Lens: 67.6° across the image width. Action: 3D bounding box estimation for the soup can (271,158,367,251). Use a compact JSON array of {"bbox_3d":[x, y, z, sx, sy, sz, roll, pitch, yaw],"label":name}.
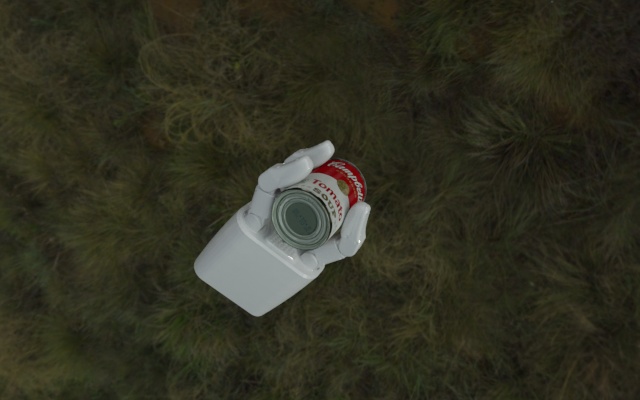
[{"bbox_3d":[0.000,0.002,0.505,0.068,0.068,0.102,0,21,26],"label":"soup can"}]
